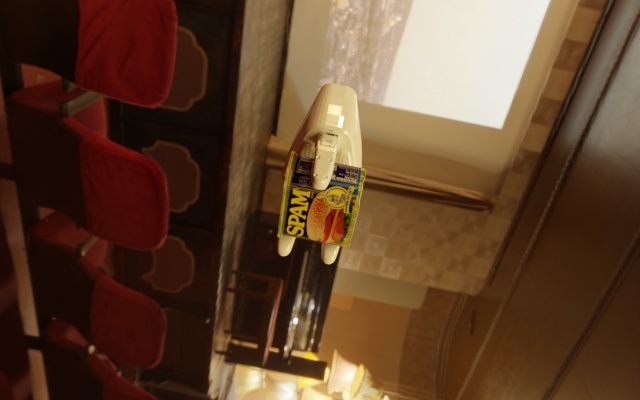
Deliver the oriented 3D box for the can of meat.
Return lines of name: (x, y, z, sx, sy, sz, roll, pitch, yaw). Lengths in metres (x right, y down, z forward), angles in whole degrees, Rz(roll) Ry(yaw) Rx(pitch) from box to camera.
can of meat: (0.000, 0.002, 0.540, 0.084, 0.102, 0.057, 11, 40, 0)
